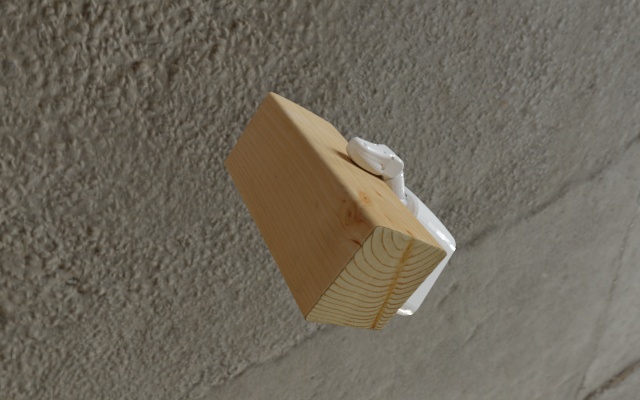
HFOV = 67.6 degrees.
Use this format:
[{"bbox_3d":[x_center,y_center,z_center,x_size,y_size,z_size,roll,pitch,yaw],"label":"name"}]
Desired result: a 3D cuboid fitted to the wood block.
[{"bbox_3d":[0.001,0.001,0.421,0.090,0.091,0.206,21,23,-41],"label":"wood block"}]
